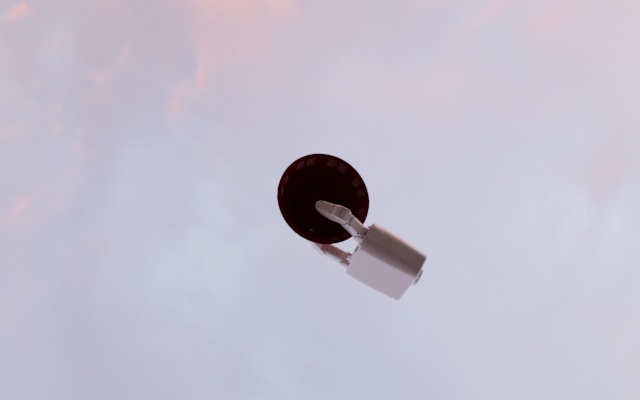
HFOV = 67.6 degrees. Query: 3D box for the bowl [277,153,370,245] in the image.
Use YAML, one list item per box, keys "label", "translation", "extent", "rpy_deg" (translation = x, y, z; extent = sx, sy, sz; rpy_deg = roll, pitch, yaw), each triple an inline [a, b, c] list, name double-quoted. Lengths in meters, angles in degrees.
- label: "bowl"
  translation: [-0.001, 0.002, 0.826]
  extent: [0.162, 0.162, 0.055]
  rpy_deg: [0, -18, -16]
